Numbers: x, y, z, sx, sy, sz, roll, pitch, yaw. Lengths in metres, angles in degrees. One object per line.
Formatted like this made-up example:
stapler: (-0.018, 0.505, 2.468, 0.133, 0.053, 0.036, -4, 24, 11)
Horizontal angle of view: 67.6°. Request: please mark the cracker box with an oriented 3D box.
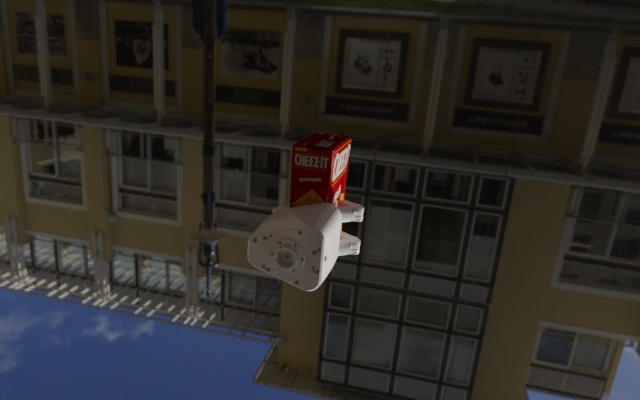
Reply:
cracker box: (0.000, 0.003, 0.803, 0.072, 0.214, 0.164, 8, 17, 10)
